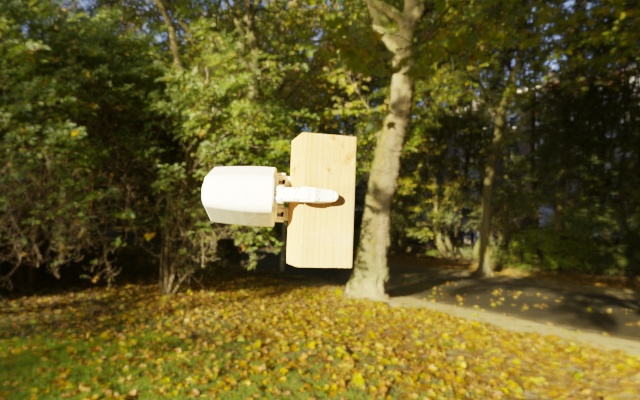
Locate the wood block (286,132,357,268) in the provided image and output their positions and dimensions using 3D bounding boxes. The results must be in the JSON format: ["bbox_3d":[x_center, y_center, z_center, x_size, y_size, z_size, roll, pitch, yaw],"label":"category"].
[{"bbox_3d":[0.000,0.002,0.774,0.090,0.206,0.091,3,-3,-15],"label":"wood block"}]
